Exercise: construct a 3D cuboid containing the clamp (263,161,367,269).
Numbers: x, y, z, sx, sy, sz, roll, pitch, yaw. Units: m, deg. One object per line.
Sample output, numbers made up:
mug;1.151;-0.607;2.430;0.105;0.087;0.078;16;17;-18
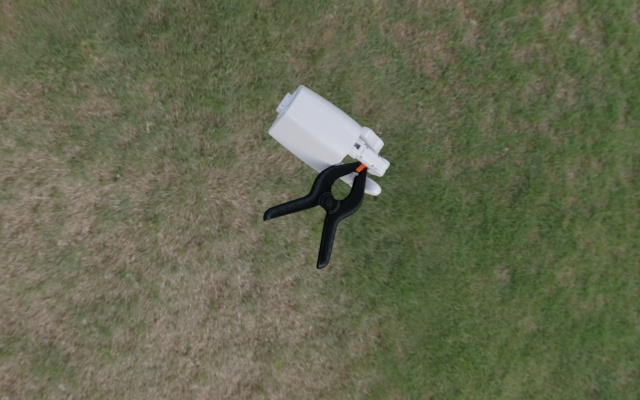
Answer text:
clamp;0.000;0.002;0.709;0.120;0.171;0.039;35;-7;-12
